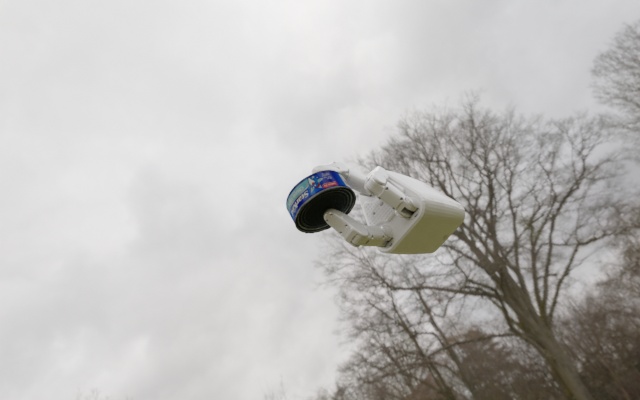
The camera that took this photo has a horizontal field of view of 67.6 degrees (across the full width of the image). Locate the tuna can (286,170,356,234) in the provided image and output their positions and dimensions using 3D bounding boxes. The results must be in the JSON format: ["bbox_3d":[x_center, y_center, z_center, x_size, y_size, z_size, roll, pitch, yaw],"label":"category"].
[{"bbox_3d":[0.000,0.002,0.608,0.086,0.033,0.086,-21,-34,-15],"label":"tuna can"}]
